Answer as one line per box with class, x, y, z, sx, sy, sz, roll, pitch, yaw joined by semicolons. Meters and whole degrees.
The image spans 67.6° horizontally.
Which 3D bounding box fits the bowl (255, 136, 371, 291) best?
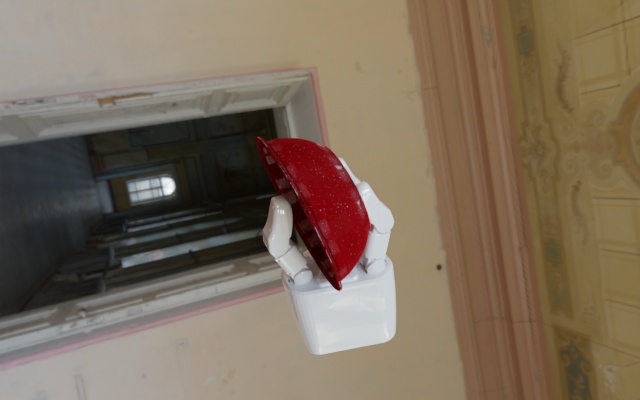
bowl;0.000;0.000;0.448;0.055;0.162;0.162;-29;4;-8
